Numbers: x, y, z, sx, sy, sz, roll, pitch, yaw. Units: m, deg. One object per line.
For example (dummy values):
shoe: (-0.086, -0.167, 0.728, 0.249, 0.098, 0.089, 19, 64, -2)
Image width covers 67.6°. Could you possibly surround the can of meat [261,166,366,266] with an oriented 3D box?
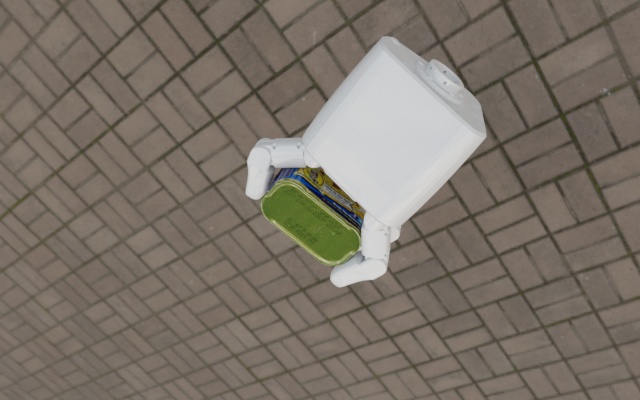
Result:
can of meat: (0.000, 0.002, 0.455, 0.057, 0.102, 0.084, -46, 11, 31)
